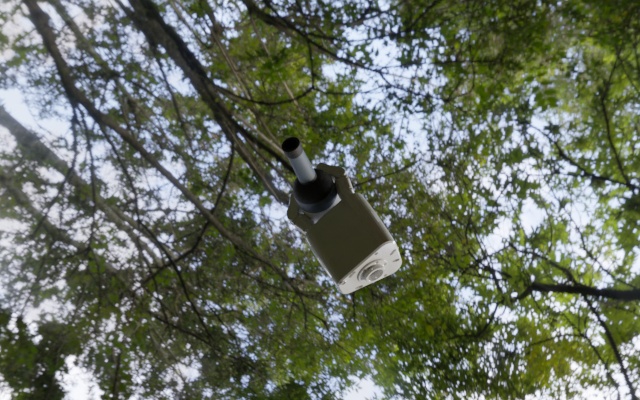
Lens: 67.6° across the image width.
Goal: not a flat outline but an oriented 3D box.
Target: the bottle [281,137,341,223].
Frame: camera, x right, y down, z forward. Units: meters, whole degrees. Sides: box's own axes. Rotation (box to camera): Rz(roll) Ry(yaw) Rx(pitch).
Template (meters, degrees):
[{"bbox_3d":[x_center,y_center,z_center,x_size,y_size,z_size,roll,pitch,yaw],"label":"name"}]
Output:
[{"bbox_3d":[0.000,0.003,0.780,0.069,0.069,0.296,0,-33,20],"label":"bottle"}]
